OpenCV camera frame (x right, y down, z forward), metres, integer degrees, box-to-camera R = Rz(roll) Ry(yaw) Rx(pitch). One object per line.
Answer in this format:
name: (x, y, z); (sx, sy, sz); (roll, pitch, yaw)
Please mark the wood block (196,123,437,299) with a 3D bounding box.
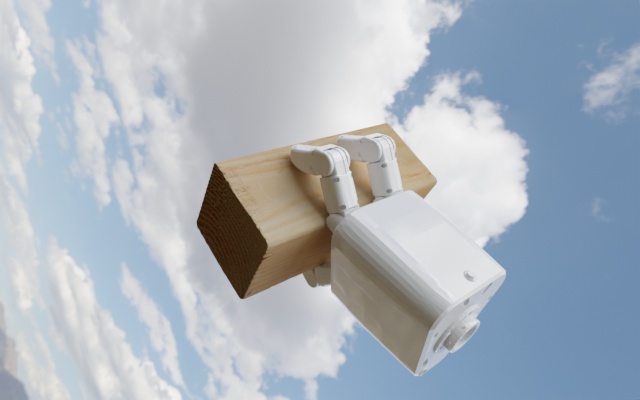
wood block: (0.000, 0.002, 0.459); (0.206, 0.090, 0.091); (-18, -29, -37)
